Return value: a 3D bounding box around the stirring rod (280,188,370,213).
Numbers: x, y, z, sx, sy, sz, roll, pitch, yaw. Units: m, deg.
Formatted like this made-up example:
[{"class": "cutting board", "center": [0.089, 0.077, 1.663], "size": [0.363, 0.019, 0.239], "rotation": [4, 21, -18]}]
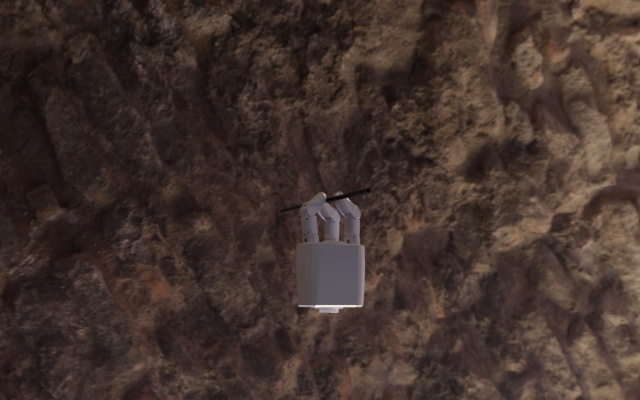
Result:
[{"class": "stirring rod", "center": [0.000, 0.003, 0.851], "size": [0.011, 0.011, 0.239], "rotation": [0, -9, -40]}]
